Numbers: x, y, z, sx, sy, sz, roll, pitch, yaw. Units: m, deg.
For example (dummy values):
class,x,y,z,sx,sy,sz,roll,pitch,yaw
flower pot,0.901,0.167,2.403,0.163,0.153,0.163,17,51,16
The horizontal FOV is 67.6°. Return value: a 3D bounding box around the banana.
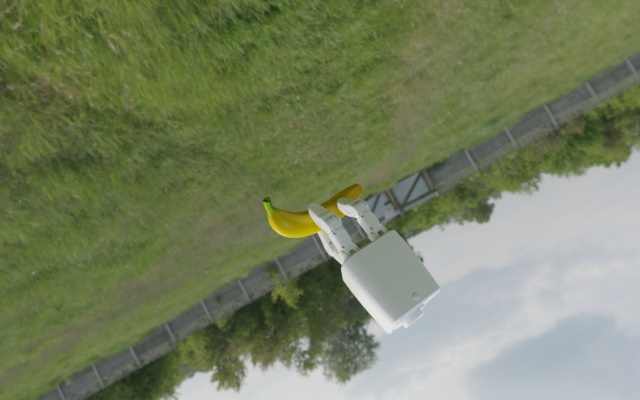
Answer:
class,x,y,z,sx,sy,sz,roll,pitch,yaw
banana,-0.008,0.019,0.726,0.198,0.070,0.037,-11,39,-44
